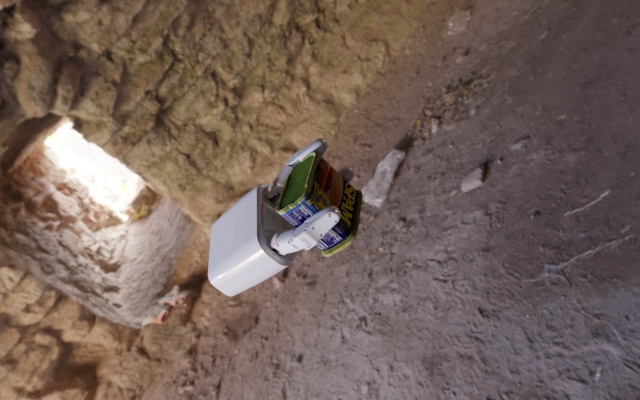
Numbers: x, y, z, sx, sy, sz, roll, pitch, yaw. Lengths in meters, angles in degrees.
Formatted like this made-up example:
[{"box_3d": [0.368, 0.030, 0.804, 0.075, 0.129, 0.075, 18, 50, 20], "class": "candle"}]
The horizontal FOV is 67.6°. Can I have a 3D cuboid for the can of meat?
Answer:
[{"box_3d": [0.000, 0.002, 0.577, 0.057, 0.102, 0.084, -33, -63, 32], "class": "can of meat"}]
